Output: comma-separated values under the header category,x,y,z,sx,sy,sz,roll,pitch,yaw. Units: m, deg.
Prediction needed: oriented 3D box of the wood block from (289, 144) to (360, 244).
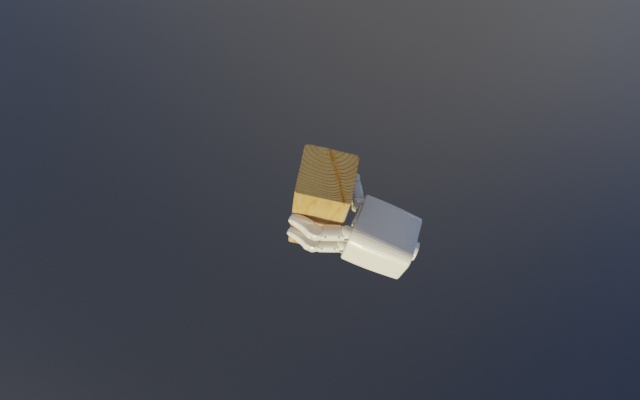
category,x,y,z,sx,sy,sz,roll,pitch,yaw
wood block,0.001,0.002,0.820,0.090,0.090,0.206,12,-27,-1
